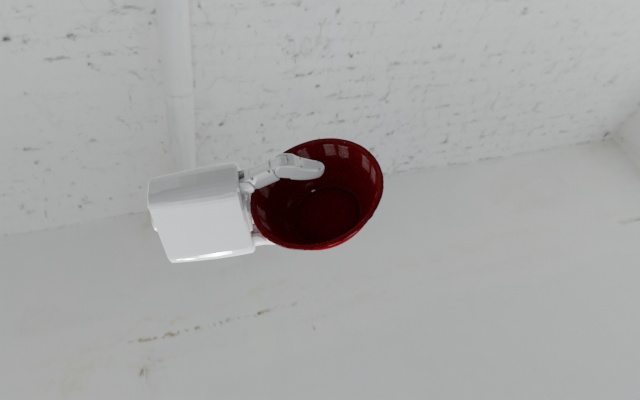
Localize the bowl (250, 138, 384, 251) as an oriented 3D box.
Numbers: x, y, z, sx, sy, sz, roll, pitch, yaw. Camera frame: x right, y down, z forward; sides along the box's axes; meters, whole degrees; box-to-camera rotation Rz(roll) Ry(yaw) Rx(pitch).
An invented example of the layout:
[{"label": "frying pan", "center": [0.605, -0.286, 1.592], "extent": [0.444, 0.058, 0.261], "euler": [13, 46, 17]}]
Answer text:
[{"label": "bowl", "center": [0.001, 0.002, 0.576], "extent": [0.162, 0.162, 0.055], "euler": [0, -35, 19]}]
